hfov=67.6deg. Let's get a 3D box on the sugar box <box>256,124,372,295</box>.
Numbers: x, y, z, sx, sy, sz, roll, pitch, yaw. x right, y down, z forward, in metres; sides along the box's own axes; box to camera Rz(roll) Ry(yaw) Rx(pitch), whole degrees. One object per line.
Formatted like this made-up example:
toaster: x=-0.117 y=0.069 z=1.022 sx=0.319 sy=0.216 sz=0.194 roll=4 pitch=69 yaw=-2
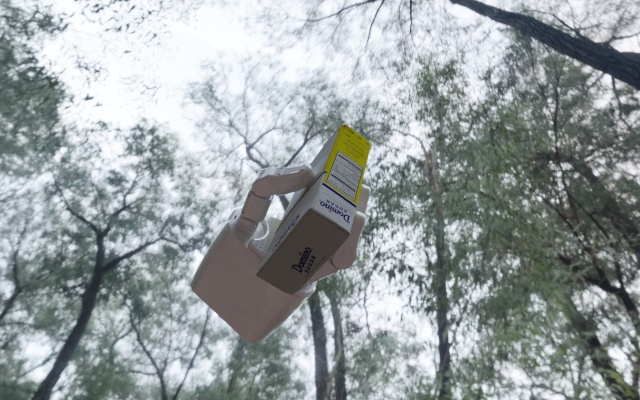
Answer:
sugar box: x=0.000 y=0.002 z=0.465 sx=0.048 sy=0.093 sz=0.176 roll=33 pitch=33 yaw=-11
